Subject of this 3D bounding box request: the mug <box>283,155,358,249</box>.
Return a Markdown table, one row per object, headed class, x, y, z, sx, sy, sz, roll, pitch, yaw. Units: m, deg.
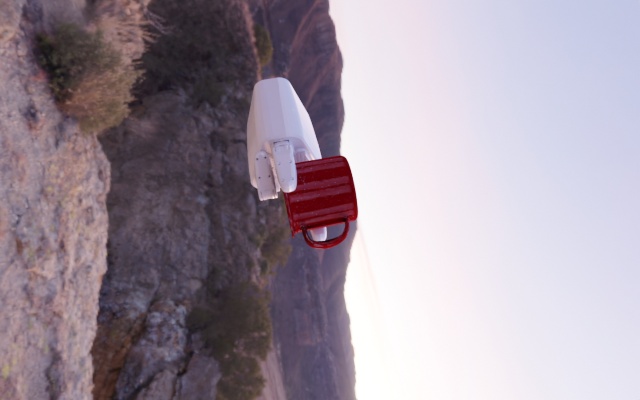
| class | x | y | z | sx | sy | sz | roll | pitch | yaw |
| --- | --- | --- | --- | --- | --- | --- | --- | --- | --- |
| mug | 0.001 | 0.003 | 0.566 | 0.081 | 0.117 | 0.093 | -11 | -31 | -3 |
